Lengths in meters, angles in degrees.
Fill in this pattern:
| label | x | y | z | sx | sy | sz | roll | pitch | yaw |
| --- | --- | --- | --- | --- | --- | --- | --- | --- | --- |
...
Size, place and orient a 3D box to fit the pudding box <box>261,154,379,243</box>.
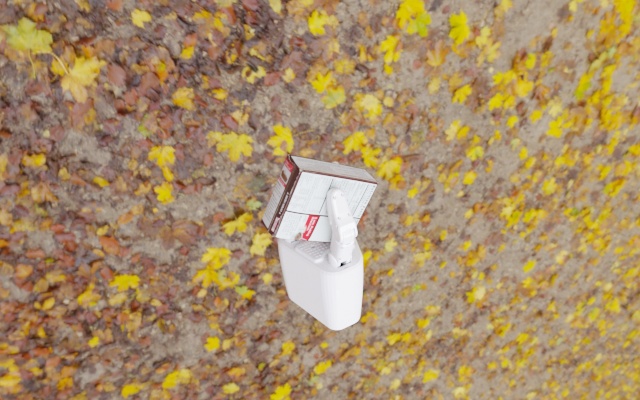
| label | x | y | z | sx | sy | sz | roll | pitch | yaw |
| --- | --- | --- | --- | --- | --- | --- | --- | --- | --- |
| pudding box | 0.000 | 0.002 | 0.548 | 0.113 | 0.090 | 0.039 | 7 | 27 | -36 |
